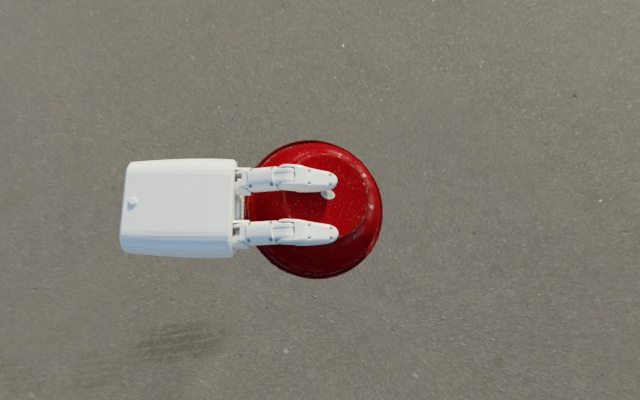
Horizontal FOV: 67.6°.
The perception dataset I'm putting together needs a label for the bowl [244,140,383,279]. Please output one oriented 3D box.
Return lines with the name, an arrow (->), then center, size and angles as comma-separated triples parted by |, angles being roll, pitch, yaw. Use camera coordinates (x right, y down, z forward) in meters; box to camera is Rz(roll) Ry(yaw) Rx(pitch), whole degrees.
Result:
bowl -> 0.001, 0.001, 0.516 | 0.162, 0.162, 0.055 | 0, -14, -14
